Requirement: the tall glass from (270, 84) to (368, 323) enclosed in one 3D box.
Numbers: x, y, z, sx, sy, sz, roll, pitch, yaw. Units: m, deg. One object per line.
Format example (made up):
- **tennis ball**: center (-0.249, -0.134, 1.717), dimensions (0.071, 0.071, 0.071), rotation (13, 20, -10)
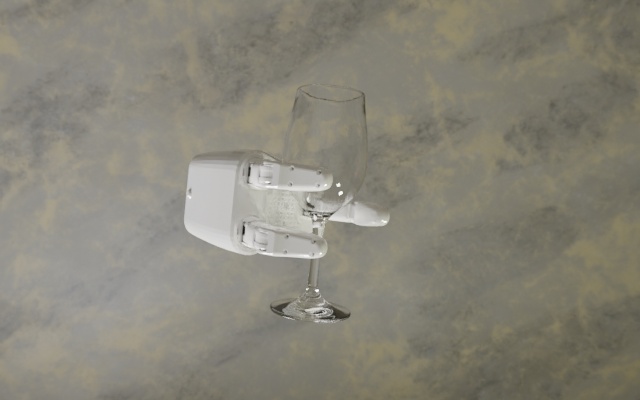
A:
- **tall glass**: center (0.000, 0.002, 0.433), dimensions (0.079, 0.201, 0.079), rotation (6, 2, 0)
